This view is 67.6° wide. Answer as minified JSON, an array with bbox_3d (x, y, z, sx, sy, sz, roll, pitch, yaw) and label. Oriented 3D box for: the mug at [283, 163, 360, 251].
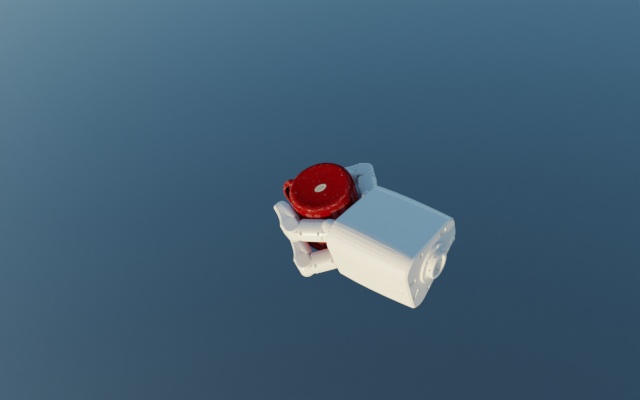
[{"bbox_3d":[-0.001,0.001,0.619,0.117,0.093,0.082,23,-27,32],"label":"mug"}]
